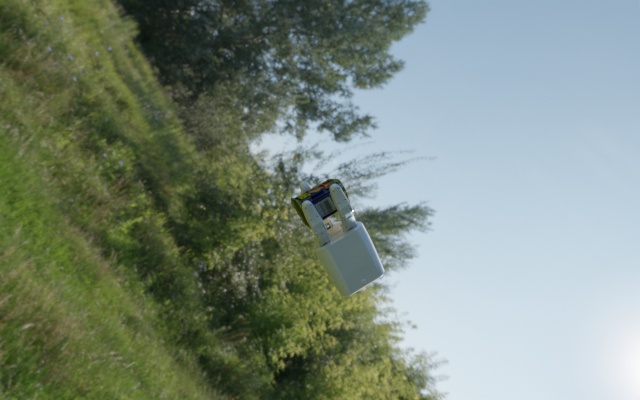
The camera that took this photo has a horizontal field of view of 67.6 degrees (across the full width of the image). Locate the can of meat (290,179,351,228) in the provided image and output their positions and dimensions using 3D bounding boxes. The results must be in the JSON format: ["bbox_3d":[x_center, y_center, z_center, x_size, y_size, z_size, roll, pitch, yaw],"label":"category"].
[{"bbox_3d":[0.000,0.003,0.857,0.084,0.057,0.102,-29,9,-8],"label":"can of meat"}]
